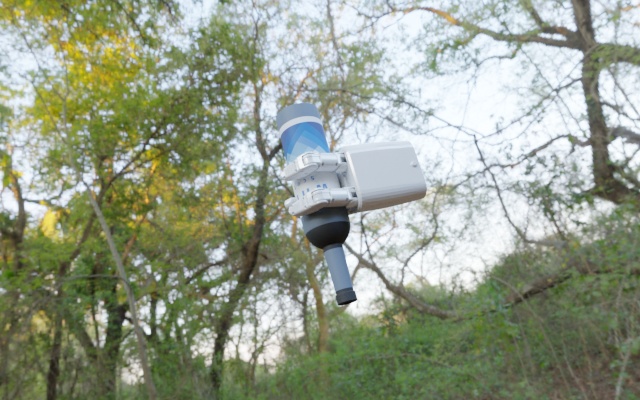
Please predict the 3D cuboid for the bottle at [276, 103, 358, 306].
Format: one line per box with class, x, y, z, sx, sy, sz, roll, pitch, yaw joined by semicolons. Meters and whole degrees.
bottle;0.000;0.002;0.682;0.069;0.295;0.069;-13;-20;-5
